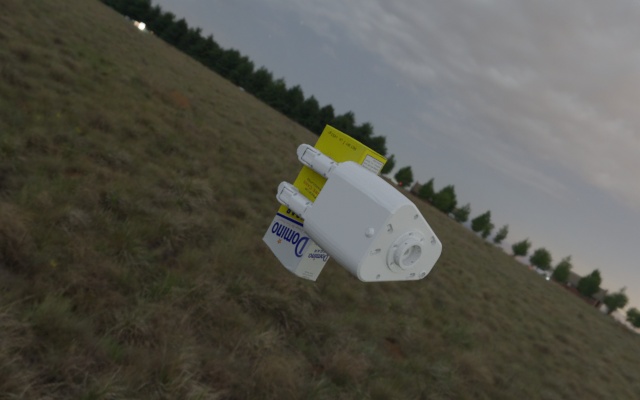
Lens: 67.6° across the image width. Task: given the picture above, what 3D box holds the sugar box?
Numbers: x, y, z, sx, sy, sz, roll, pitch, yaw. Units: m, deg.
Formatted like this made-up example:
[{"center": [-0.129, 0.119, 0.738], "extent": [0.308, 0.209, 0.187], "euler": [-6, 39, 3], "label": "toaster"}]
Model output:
[{"center": [0.000, 0.002, 0.599], "extent": [0.048, 0.176, 0.093], "euler": [26, 9, -39], "label": "sugar box"}]
